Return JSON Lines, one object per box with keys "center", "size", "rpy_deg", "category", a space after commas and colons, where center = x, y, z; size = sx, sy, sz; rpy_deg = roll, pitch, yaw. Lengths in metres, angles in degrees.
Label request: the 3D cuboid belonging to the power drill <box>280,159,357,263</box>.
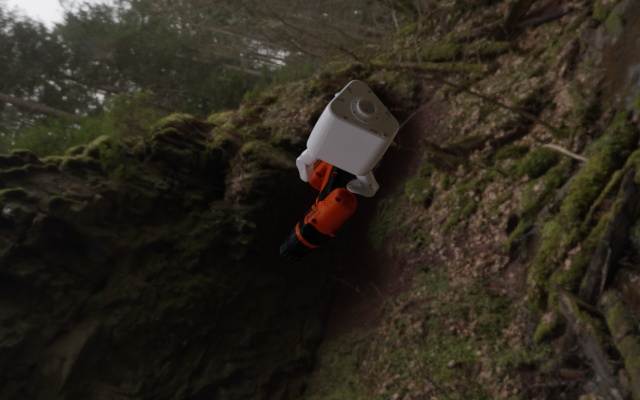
{"center": [0.000, 0.002, 0.829], "size": [0.057, 0.187, 0.184], "rpy_deg": [32, -52, -20], "category": "power drill"}
